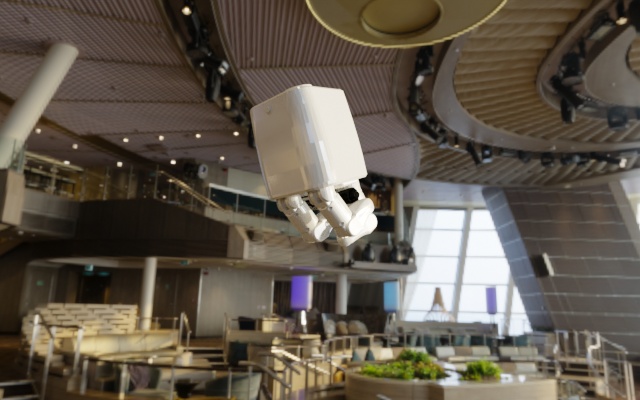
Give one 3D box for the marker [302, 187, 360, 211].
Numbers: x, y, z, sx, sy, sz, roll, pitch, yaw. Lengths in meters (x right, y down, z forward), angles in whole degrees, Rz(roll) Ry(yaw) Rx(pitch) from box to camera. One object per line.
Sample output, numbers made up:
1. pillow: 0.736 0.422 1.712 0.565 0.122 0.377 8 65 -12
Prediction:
1. marker: 0.000 0.002 0.578 0.020 0.020 0.121 0 -8 -43
